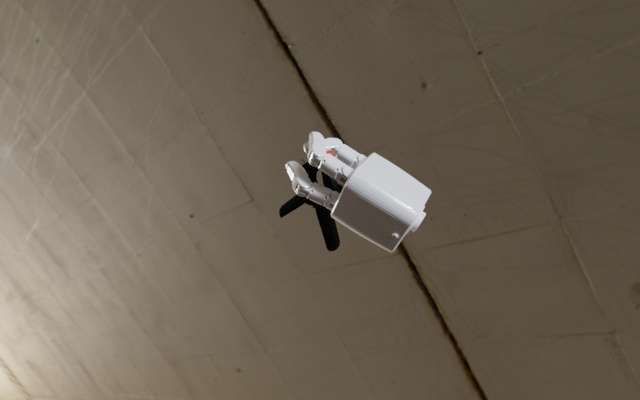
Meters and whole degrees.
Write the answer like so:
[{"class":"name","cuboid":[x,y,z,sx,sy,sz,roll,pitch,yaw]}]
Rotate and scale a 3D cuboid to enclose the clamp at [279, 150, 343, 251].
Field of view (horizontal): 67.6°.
[{"class":"clamp","cuboid":[0.000,0.002,0.747,0.120,0.172,0.039,35,48,10]}]
